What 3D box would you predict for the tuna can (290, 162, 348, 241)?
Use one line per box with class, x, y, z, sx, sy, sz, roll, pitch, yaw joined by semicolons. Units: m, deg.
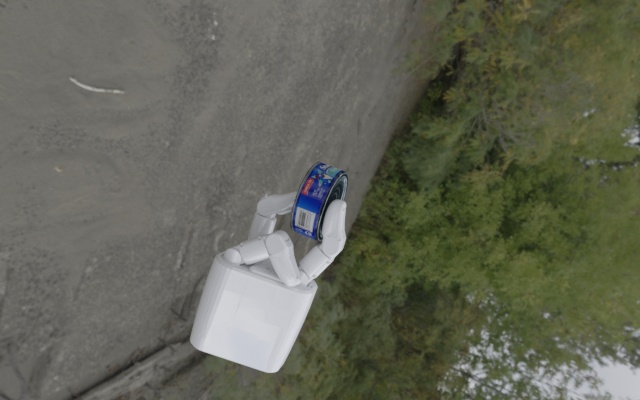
tuna can;0.001;0.002;0.539;0.034;0.086;0.086;21;6;15
